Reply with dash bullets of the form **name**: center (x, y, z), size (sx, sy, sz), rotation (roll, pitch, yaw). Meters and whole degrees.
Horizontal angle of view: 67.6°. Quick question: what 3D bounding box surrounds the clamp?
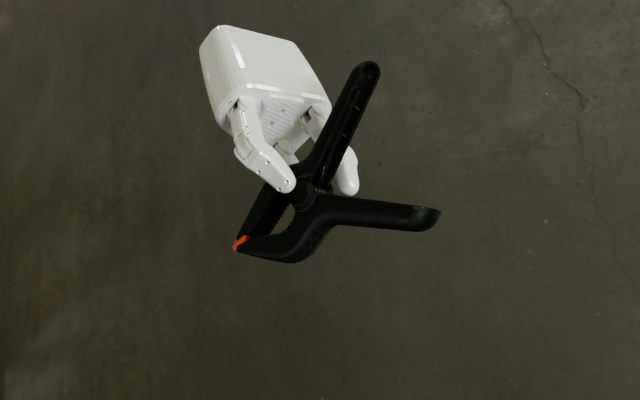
- **clamp**: center (-0.001, 0.001, 0.412), size (0.036, 0.164, 0.210), rotation (21, -53, -43)
